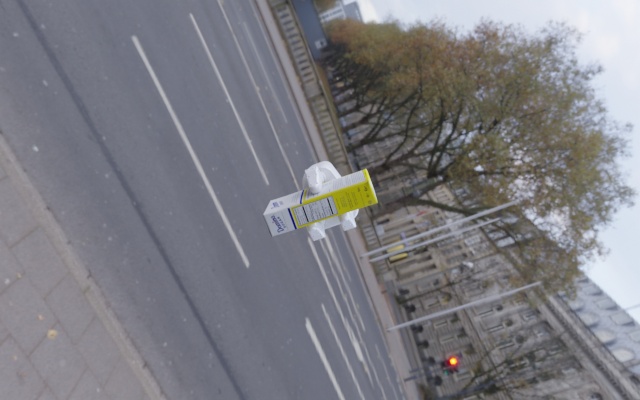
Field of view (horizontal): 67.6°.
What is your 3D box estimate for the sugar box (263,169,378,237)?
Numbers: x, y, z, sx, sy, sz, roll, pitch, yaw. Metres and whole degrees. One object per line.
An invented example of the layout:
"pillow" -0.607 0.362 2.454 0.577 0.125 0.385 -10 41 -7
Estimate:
"sugar box" 0.000 0.003 0.779 0.176 0.048 0.093 -20 13 7
